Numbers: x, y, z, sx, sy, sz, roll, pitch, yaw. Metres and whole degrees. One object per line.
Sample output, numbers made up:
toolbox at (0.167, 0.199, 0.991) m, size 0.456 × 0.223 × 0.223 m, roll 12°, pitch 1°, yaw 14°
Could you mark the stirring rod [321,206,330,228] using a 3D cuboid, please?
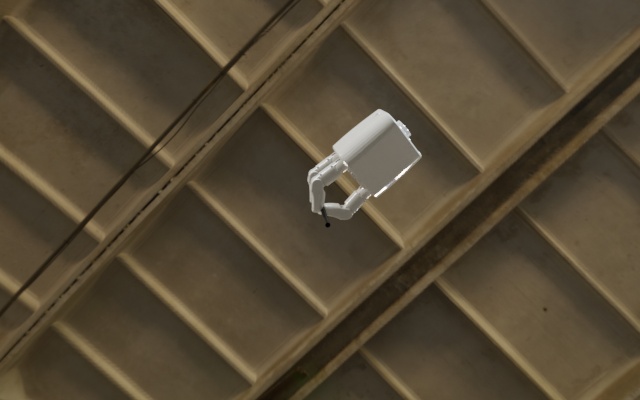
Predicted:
stirring rod at (0.000, 0.003, 0.839) m, size 0.011 × 0.011 × 0.239 m, roll 0°, pitch 17°, yaw -5°
